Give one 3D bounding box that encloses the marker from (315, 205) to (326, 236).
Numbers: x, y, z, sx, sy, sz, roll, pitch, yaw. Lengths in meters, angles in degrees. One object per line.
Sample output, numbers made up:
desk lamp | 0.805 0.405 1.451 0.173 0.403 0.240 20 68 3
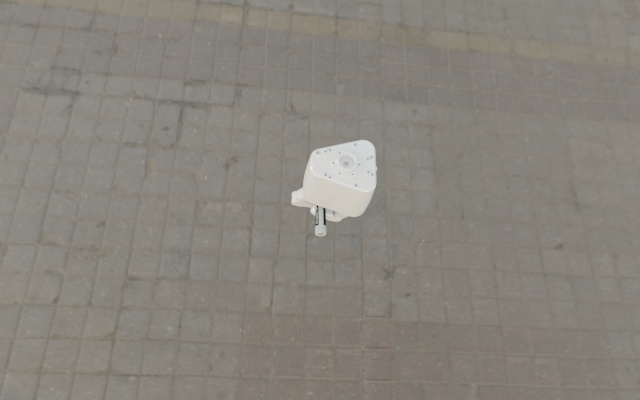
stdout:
marker | 0.000 0.003 0.843 0.020 0.121 0.020 0 -22 0
